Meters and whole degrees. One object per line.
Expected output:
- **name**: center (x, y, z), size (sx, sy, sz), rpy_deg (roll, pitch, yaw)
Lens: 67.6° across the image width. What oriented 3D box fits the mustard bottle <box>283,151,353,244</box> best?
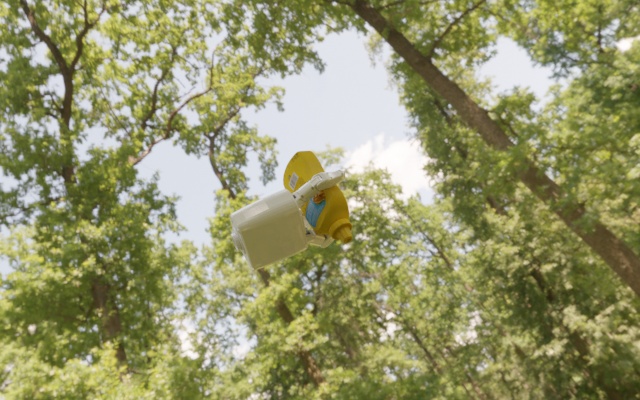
- **mustard bottle**: center (0.000, 0.003, 0.854), size (0.058, 0.096, 0.191), rpy_deg (-6, 46, -35)
